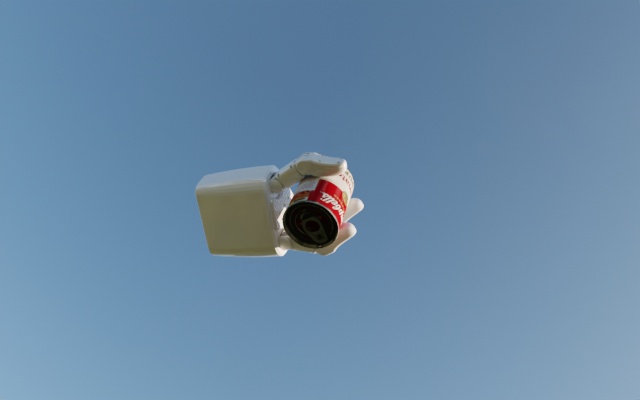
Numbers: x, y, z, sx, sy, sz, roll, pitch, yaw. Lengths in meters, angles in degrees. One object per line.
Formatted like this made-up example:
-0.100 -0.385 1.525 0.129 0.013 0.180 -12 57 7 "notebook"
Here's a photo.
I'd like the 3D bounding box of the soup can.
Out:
0.001 0.002 0.590 0.068 0.068 0.102 0 33 17 "soup can"
